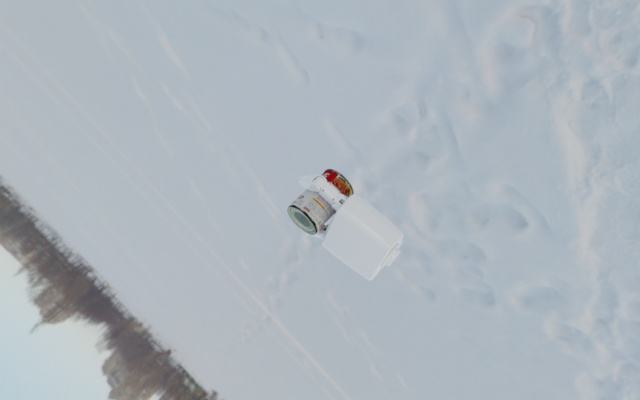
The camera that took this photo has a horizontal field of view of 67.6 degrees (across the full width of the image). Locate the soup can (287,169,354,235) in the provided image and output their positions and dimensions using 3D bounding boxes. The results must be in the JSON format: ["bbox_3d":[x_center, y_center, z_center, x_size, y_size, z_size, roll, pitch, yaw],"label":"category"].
[{"bbox_3d":[0.000,0.003,0.829,0.102,0.068,0.068,-45,22,-24],"label":"soup can"}]
